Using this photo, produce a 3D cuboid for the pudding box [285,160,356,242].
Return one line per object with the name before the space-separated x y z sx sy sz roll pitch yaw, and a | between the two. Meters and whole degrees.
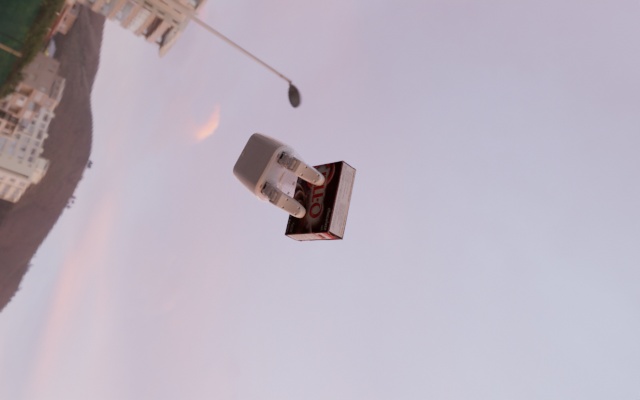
pudding box | 0.000 0.002 0.703 0.090 0.113 0.039 -8 -25 44
